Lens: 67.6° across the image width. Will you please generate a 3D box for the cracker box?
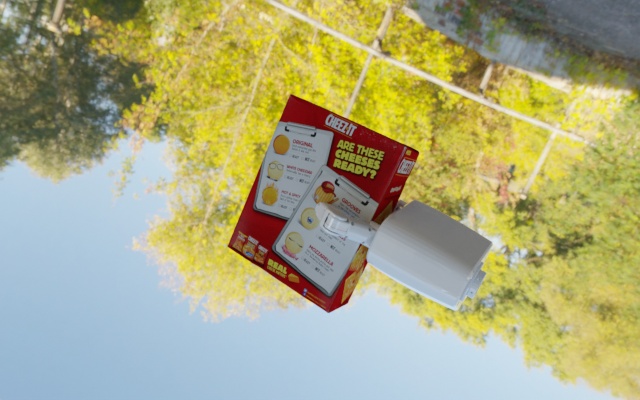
[{"bbox_3d":[0.000,0.002,0.591,0.164,0.214,0.072,29,12,23],"label":"cracker box"}]
